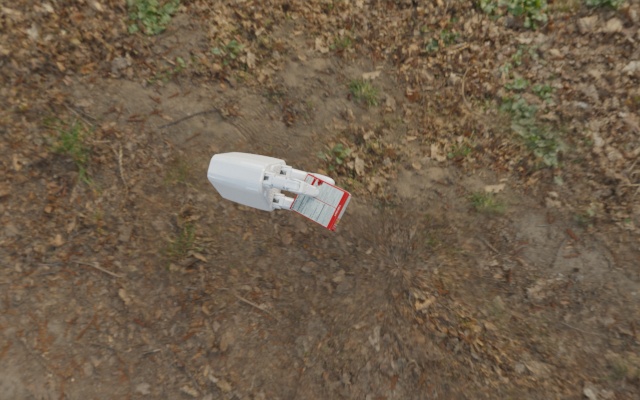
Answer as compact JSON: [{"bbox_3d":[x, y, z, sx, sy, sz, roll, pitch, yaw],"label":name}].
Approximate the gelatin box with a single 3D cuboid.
[{"bbox_3d":[0.000,0.003,0.849,0.089,0.073,0.030,27,-1,20],"label":"gelatin box"}]
